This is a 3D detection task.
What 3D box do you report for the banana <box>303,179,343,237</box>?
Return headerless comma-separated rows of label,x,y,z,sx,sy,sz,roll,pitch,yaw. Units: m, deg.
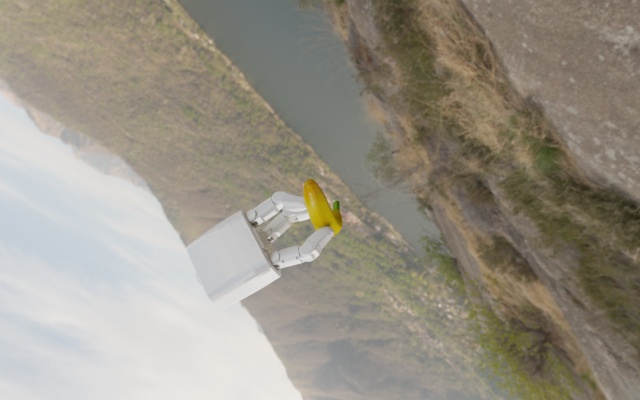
banana,0.005,0.021,0.742,0.037,0.069,0.198,-16,-13,8
